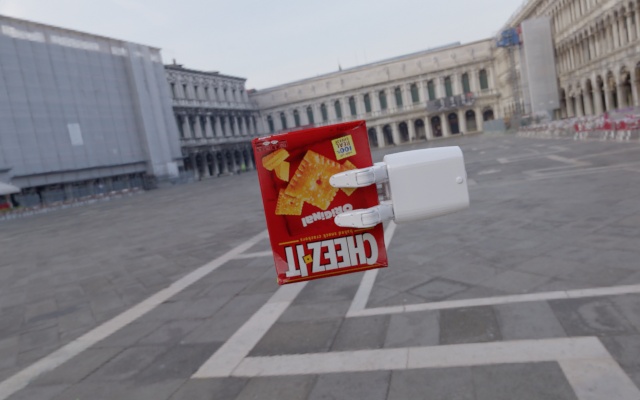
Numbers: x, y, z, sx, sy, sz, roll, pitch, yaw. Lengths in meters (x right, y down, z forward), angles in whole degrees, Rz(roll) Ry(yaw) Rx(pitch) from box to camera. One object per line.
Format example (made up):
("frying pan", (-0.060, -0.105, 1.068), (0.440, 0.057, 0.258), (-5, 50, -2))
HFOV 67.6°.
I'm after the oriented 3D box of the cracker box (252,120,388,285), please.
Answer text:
("cracker box", (0.000, 0.002, 0.695), (0.164, 0.214, 0.072), (-10, 6, 0))
